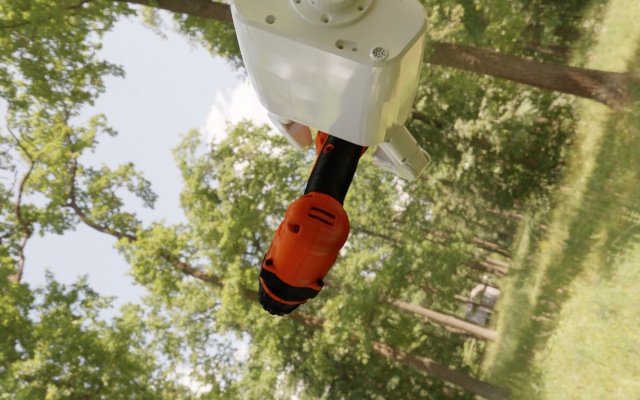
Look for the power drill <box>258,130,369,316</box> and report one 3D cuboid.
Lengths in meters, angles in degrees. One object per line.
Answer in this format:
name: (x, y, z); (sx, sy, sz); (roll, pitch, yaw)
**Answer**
power drill: (0.000, 0.001, 0.425); (0.057, 0.187, 0.184); (22, -32, -5)
